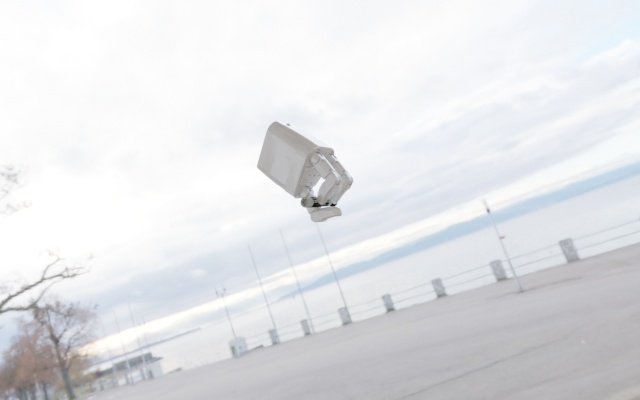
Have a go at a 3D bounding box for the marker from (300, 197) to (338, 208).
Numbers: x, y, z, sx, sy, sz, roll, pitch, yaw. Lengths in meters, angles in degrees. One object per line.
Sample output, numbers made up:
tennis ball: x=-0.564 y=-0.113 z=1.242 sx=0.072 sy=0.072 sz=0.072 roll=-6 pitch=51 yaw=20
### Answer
marker: x=0.000 y=0.003 z=0.868 sx=0.020 sy=0.020 sz=0.121 roll=0 pitch=1 yaw=27
